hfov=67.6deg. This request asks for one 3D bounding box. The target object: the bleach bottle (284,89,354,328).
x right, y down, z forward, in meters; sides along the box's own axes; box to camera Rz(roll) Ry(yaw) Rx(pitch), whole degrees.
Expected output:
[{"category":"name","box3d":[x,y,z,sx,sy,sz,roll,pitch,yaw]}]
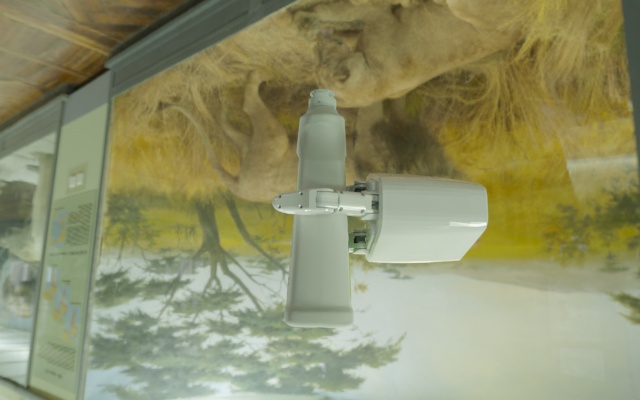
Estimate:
[{"category":"bleach bottle","box3d":[0.000,0.002,0.504,0.068,0.250,0.102,2,-11,-3]}]
